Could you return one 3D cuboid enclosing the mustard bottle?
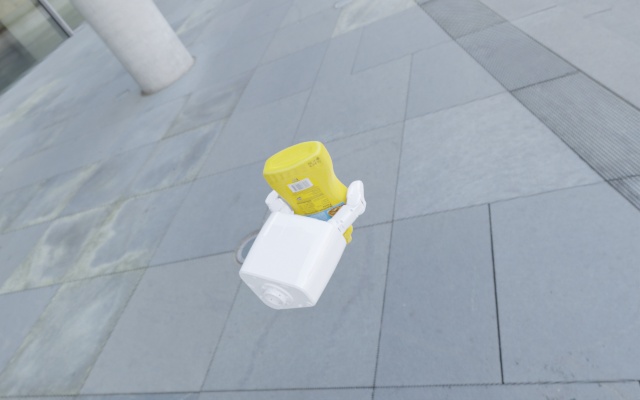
[{"bbox_3d":[0.000,0.002,0.728,0.096,0.192,0.058,-19,38,19],"label":"mustard bottle"}]
